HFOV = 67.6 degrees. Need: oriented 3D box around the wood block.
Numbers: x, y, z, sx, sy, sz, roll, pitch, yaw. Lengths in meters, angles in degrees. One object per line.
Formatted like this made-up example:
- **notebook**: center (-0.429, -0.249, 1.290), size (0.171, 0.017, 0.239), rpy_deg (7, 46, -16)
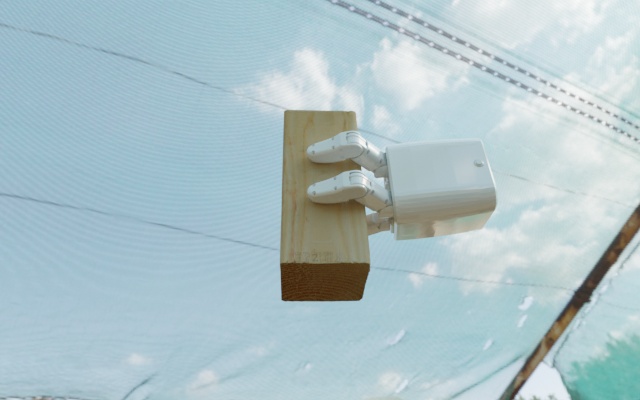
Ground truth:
- **wood block**: center (0.000, 0.002, 0.545), size (0.090, 0.206, 0.091), rpy_deg (0, -36, -2)
